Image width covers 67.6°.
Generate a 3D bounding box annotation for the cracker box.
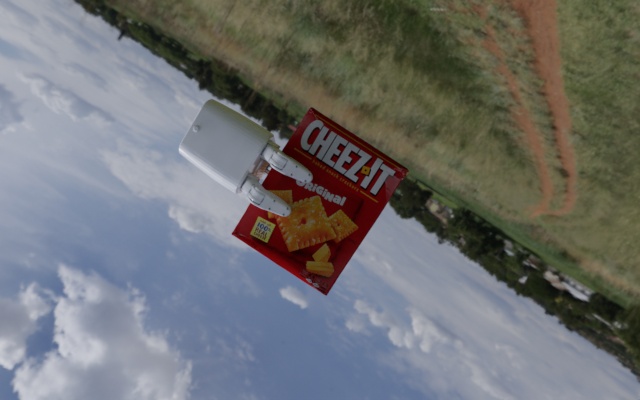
[{"bbox_3d":[0.000,0.002,0.683,0.164,0.214,0.072,33,7,5],"label":"cracker box"}]
